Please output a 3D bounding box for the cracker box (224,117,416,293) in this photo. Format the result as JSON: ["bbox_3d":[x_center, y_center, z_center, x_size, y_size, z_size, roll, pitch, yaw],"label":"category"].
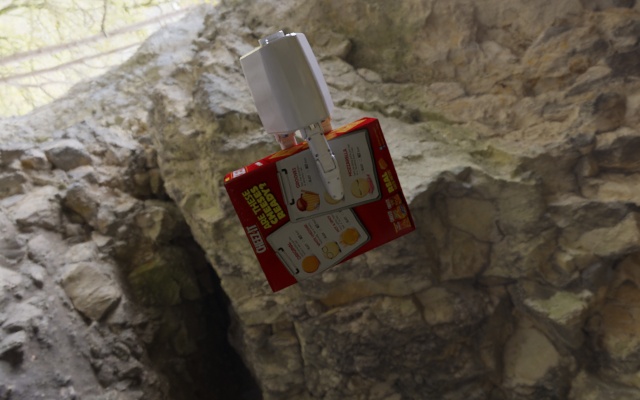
[{"bbox_3d":[0.000,0.002,0.647,0.213,0.164,0.072,-23,15,-5],"label":"cracker box"}]
